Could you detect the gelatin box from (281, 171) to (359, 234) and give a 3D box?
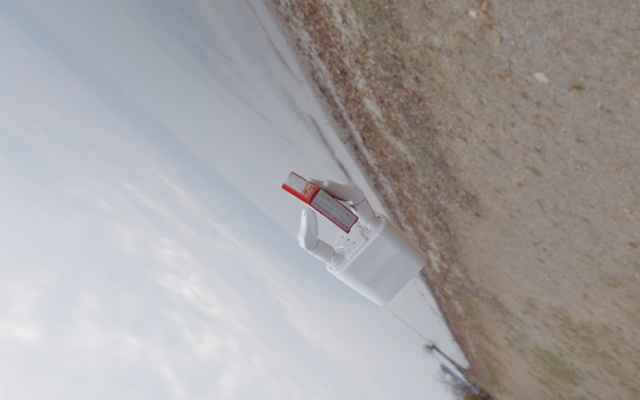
[{"bbox_3d":[0.000,0.002,0.647,0.089,0.030,0.073,37,-3,-39],"label":"gelatin box"}]
